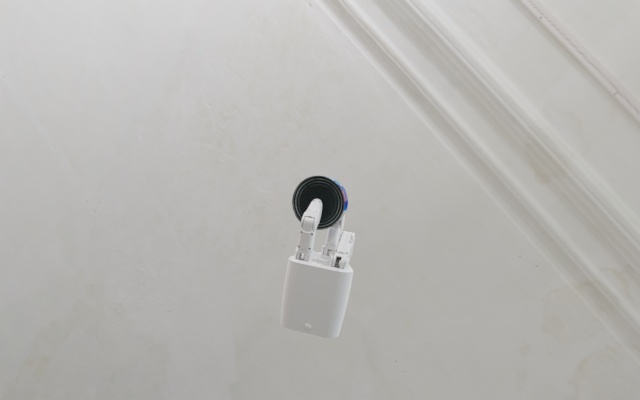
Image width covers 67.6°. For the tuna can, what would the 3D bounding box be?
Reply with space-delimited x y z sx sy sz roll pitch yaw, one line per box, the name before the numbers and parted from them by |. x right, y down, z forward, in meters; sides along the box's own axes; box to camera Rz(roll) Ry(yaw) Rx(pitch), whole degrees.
tuna can | 0.000 0.002 0.764 0.086 0.086 0.034 0 4 15
